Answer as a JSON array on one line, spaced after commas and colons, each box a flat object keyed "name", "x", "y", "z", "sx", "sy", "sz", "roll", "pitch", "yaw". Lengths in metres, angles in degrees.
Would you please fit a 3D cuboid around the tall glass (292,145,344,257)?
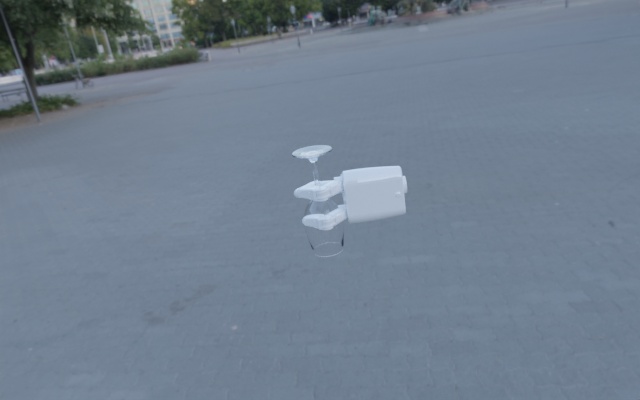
[{"name": "tall glass", "x": 0.000, "y": 0.002, "z": 0.895, "sx": 0.079, "sy": 0.201, "sz": 0.079, "roll": -8, "pitch": 20, "yaw": 3}]
